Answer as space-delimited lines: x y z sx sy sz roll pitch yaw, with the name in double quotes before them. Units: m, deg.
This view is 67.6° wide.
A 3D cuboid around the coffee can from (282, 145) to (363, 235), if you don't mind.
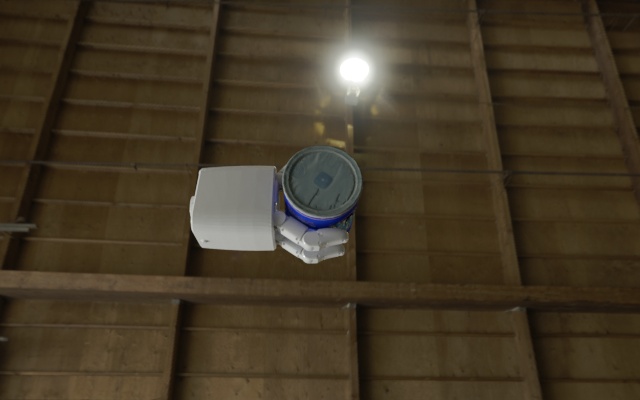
"coffee can" 0.000 0.002 0.667 0.103 0.102 0.140 0 -24 -3
